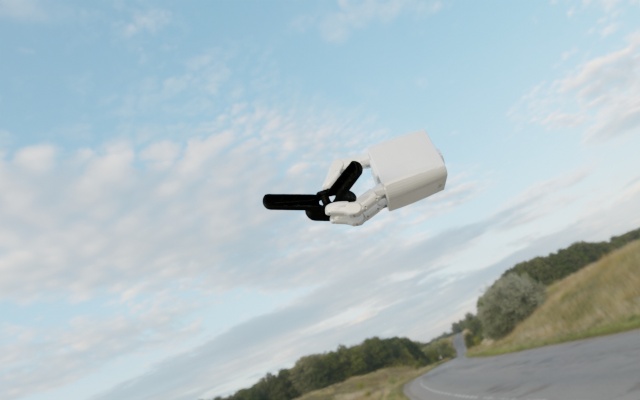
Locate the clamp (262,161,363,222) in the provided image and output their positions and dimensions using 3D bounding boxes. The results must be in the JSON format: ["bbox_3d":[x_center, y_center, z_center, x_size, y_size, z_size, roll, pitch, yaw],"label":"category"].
[{"bbox_3d":[0.000,0.002,0.814,0.164,0.036,0.210,-17,-20,4],"label":"clamp"}]
